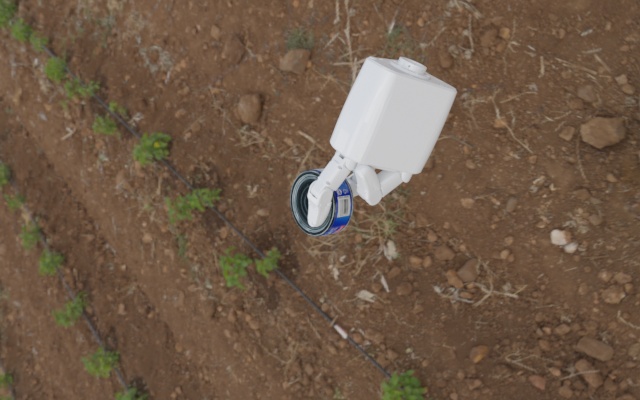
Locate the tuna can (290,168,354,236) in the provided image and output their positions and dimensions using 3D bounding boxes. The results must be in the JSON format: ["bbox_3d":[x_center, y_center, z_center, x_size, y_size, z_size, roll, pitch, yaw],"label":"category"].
[{"bbox_3d":[0.000,0.002,0.607,0.034,0.086,0.086,-8,5,-43],"label":"tuna can"}]
